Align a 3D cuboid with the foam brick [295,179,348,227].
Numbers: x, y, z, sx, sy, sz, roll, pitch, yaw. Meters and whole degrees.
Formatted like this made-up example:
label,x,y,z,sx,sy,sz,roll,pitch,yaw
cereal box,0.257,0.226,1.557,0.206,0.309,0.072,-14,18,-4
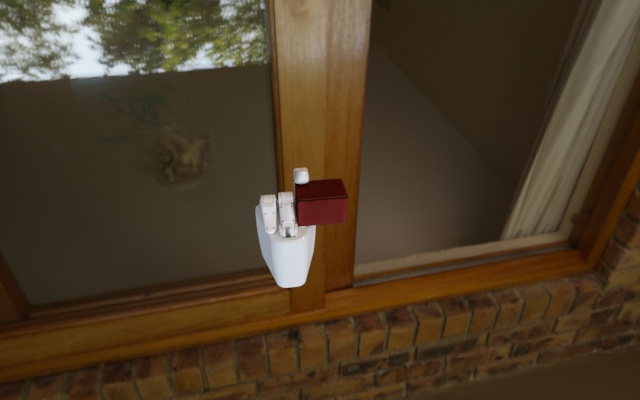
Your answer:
label,x,y,z,sx,sy,sz,roll,pitch,yaw
foam brick,0.000,0.002,0.747,0.078,0.051,0.053,-5,36,-6
